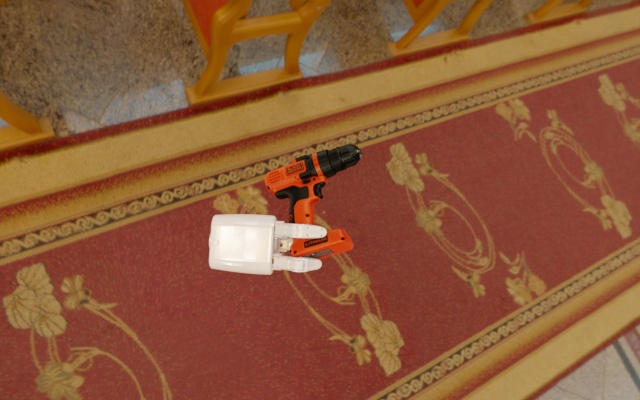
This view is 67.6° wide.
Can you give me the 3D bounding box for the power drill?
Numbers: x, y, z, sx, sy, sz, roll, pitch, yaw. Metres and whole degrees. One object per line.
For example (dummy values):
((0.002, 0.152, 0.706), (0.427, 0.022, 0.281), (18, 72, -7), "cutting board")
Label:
((0.000, 0.003, 0.834), (0.184, 0.187, 0.057), (-20, -27, 15), "power drill")
